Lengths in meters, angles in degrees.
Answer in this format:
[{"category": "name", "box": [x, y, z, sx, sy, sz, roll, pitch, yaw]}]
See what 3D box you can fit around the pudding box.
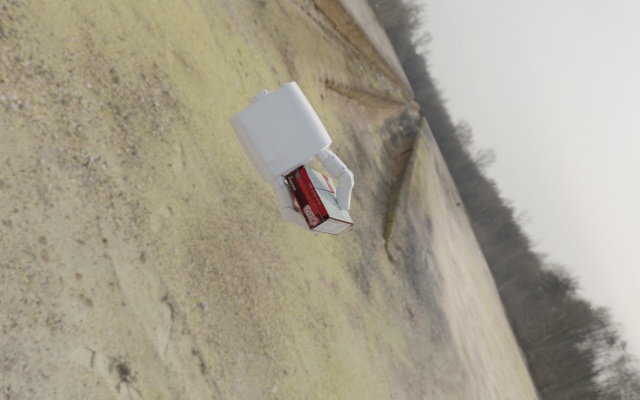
[{"category": "pudding box", "box": [0.000, 0.002, 0.711, 0.039, 0.090, 0.113, -31, -18, 17]}]
